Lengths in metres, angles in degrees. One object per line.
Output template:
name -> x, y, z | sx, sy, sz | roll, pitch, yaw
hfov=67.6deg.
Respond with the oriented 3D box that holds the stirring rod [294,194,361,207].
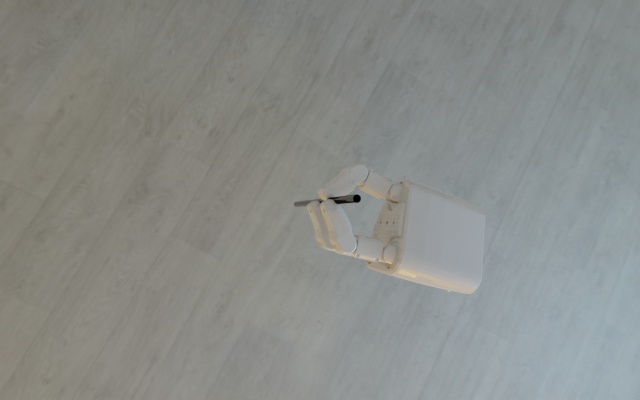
stirring rod -> 0.000, 0.002, 0.556 | 0.011, 0.011, 0.239 | 0, -2, -16
